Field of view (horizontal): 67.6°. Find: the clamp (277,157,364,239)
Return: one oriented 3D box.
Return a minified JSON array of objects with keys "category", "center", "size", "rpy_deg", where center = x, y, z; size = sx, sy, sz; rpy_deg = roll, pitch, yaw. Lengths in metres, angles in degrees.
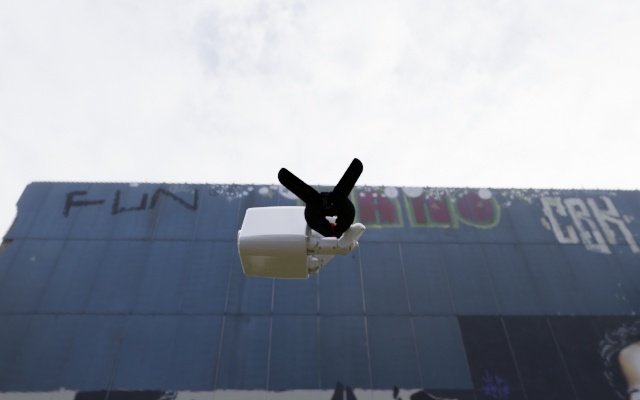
[{"category":"clamp","center":[0.000,0.002,0.716],"size":[0.120,0.039,0.172],"rpy_deg":[3,-43,3]}]
